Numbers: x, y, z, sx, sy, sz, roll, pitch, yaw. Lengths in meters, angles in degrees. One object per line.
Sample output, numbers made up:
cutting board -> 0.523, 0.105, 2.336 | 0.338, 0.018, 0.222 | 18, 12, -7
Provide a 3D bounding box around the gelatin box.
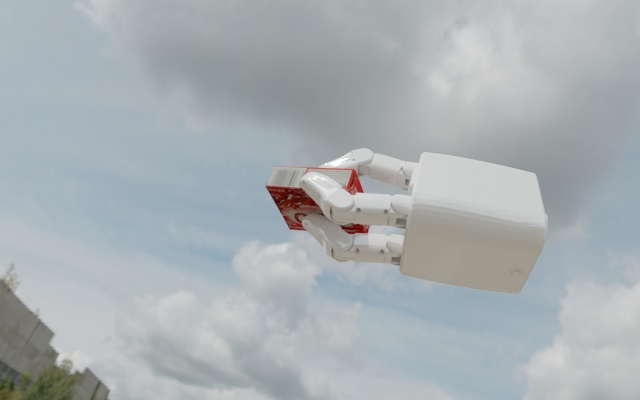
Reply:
gelatin box -> 0.000, 0.001, 0.472 | 0.089, 0.030, 0.073 | 4, -36, 23
